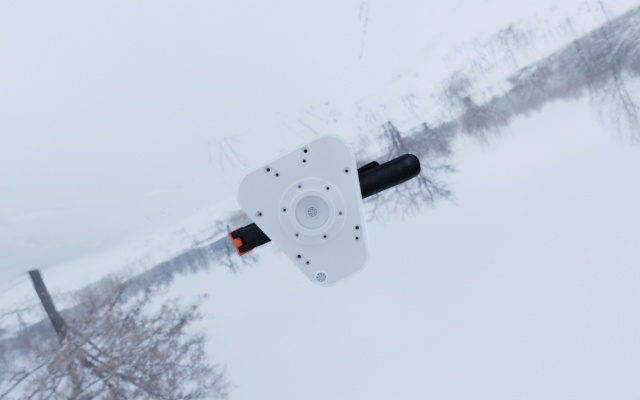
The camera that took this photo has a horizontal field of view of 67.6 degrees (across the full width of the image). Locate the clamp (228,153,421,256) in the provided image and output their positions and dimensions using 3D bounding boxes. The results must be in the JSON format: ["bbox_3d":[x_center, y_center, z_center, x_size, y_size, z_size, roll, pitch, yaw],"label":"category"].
[{"bbox_3d":[0.000,0.003,0.536,0.210,0.036,0.164,-26,3,2],"label":"clamp"}]
